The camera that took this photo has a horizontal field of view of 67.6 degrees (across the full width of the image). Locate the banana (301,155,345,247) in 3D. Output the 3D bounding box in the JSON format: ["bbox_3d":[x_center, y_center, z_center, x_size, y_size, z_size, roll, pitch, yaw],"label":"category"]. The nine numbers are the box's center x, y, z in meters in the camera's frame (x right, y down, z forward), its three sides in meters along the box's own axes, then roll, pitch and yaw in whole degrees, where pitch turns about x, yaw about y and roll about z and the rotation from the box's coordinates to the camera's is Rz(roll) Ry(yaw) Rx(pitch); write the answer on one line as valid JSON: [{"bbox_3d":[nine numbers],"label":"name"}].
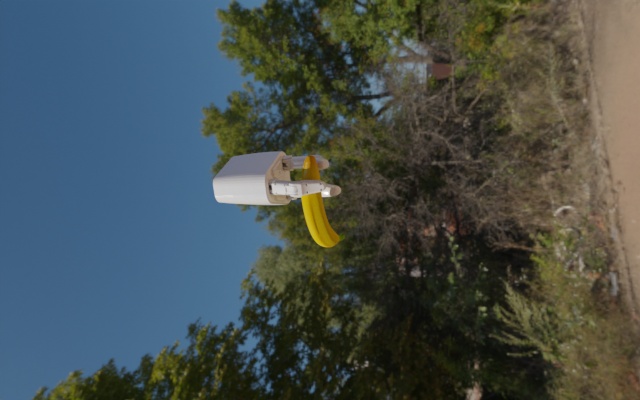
[{"bbox_3d":[-0.004,0.017,0.840,0.037,0.198,0.069,-2,39,22],"label":"banana"}]
